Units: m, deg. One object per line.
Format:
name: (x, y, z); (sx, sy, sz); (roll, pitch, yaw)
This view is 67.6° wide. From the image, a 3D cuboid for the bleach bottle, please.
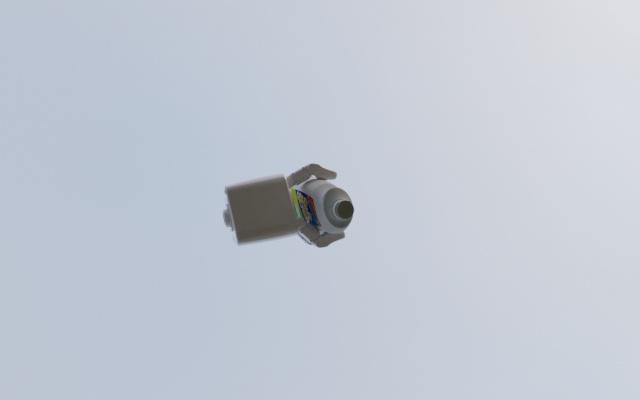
bleach bottle: (0.000, 0.003, 0.841); (0.068, 0.102, 0.251); (-13, 5, -16)
